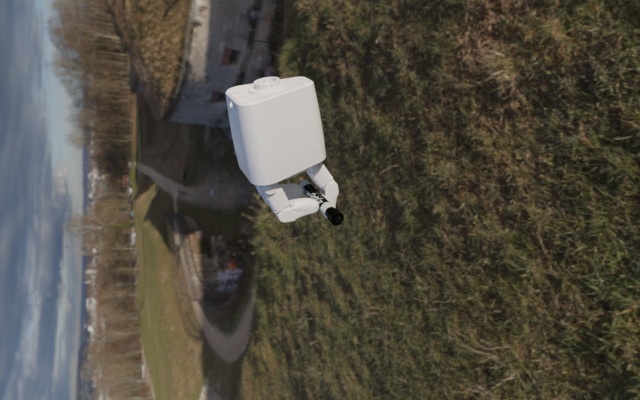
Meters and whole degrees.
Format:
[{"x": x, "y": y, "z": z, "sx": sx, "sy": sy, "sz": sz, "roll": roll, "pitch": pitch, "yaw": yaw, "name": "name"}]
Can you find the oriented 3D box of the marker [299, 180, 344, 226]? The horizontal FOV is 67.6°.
[{"x": 0.000, "y": 0.002, "z": 0.661, "sx": 0.020, "sy": 0.020, "sz": 0.121, "roll": 0, "pitch": 23, "yaw": -26, "name": "marker"}]
